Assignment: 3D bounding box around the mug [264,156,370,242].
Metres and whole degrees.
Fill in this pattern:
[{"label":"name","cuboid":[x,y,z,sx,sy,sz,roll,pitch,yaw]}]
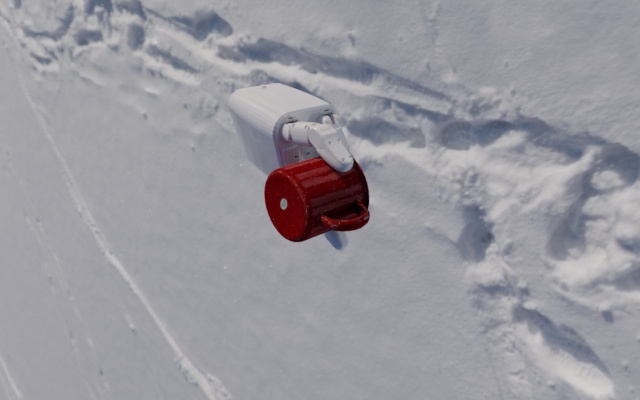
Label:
[{"label":"mug","cuboid":[0.001,0.002,0.513,0.081,0.093,0.117,-19,39,-36]}]
